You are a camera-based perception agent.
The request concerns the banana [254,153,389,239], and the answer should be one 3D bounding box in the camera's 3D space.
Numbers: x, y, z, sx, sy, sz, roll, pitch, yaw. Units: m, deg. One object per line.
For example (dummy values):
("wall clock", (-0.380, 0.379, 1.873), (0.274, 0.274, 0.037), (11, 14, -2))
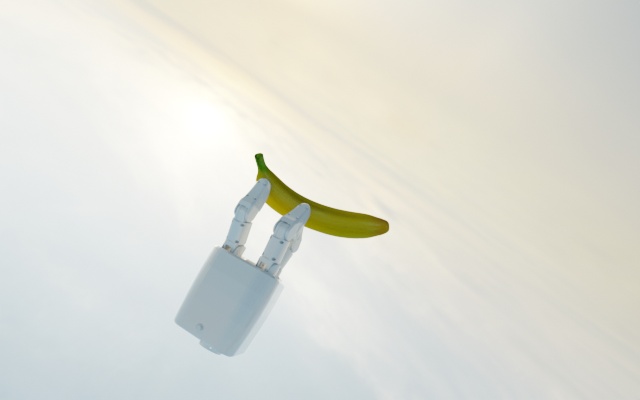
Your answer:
("banana", (-0.008, 0.010, 0.630), (0.198, 0.037, 0.070), (27, -38, -1))
